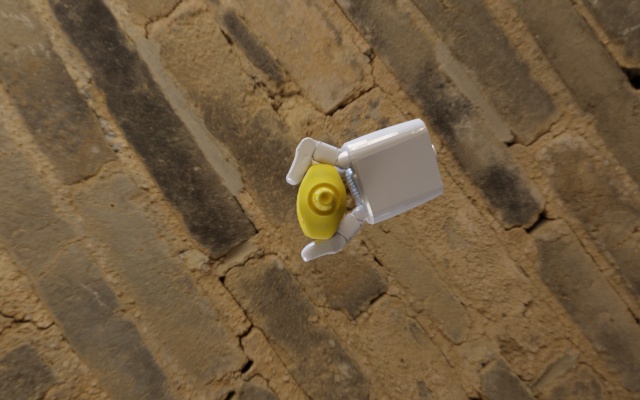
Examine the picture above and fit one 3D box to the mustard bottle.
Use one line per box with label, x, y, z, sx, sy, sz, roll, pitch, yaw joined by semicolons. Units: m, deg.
mustard bottle;0.000;0.002;0.622;0.058;0.096;0.191;4;-3;-4
